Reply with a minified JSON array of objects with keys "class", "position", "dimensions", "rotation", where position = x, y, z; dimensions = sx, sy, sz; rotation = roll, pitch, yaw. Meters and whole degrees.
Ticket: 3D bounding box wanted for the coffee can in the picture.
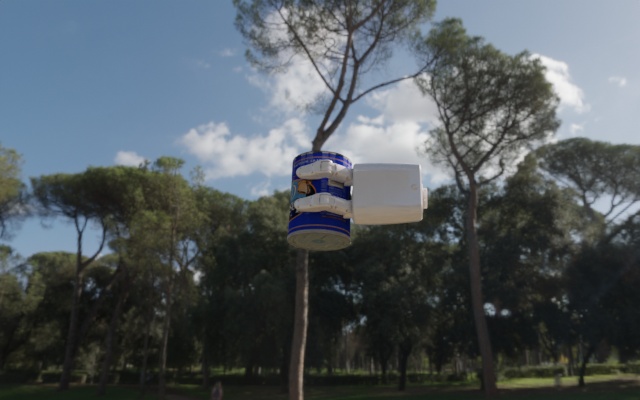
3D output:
[{"class":"coffee can","position":[0.000,0.003,0.791],"dimensions":[0.103,0.140,0.103],"rotation":[2,-21,1]}]
